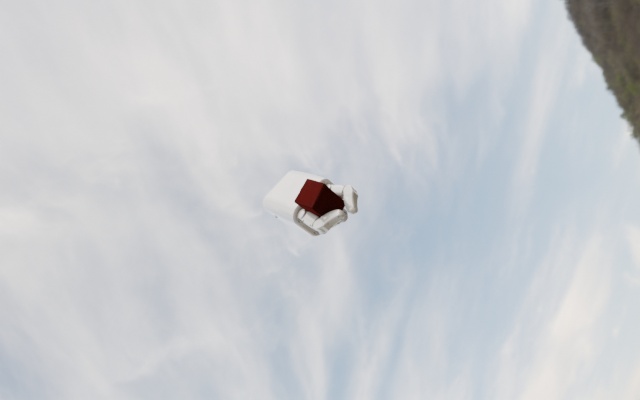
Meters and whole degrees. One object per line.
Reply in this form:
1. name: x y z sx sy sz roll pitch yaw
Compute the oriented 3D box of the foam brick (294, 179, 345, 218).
1. foam brick: 0.000 0.003 0.890 0.051 0.053 0.078 20 -13 43
